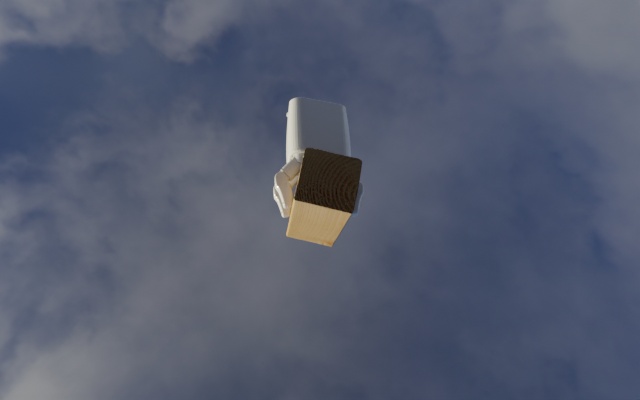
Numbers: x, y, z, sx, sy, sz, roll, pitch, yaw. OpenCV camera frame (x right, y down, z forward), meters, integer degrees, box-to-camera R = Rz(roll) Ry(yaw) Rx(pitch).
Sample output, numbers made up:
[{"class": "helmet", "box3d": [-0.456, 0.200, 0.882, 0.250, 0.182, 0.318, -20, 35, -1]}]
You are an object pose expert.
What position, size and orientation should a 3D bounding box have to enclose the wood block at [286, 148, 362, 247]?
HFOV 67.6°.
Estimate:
[{"class": "wood block", "box3d": [0.000, 0.002, 0.795, 0.091, 0.090, 0.206, 12, -20, -3]}]
